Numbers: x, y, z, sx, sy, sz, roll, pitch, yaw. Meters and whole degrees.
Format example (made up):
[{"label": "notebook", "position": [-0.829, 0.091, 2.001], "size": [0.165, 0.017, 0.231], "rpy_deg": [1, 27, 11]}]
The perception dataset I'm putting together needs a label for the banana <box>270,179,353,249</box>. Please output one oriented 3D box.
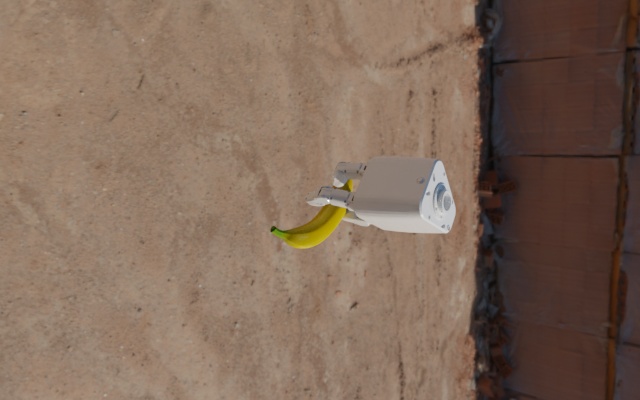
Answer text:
[{"label": "banana", "position": [0.005, 0.020, 0.768], "size": [0.037, 0.070, 0.197], "rpy_deg": [0, 31, 43]}]
